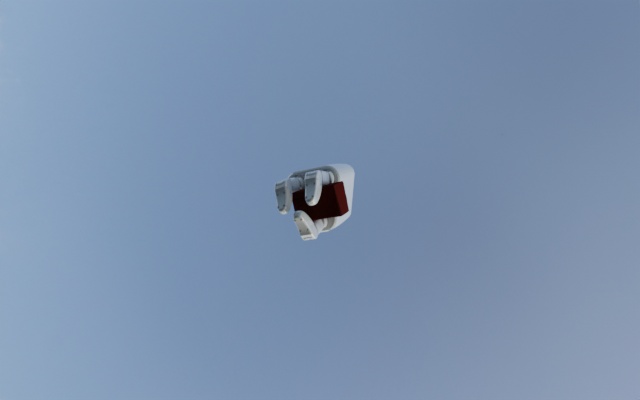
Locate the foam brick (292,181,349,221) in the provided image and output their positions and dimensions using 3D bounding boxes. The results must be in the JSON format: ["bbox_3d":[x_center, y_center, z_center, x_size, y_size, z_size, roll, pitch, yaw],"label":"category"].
[{"bbox_3d":[0.000,0.003,0.772,0.078,0.053,0.051,-10,5,22],"label":"foam brick"}]
